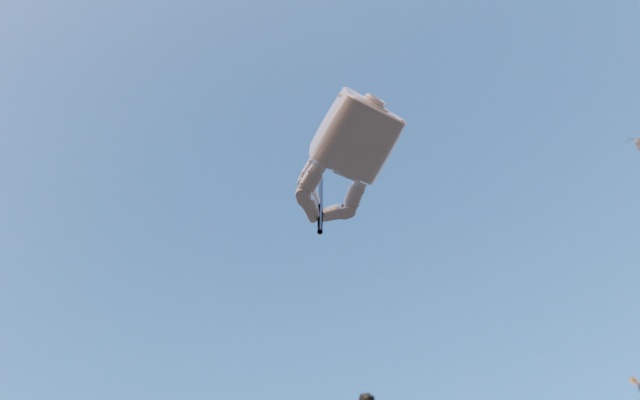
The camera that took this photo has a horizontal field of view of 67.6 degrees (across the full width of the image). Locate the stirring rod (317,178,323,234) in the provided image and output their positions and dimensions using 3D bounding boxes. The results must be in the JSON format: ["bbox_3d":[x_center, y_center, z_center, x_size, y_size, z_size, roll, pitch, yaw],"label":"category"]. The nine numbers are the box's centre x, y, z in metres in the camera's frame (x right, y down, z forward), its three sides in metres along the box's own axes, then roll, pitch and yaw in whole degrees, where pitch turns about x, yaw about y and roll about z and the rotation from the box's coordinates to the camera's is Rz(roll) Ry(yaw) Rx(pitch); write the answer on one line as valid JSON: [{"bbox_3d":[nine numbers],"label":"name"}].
[{"bbox_3d":[0.000,0.003,0.782,0.011,0.011,0.239,0,20,0],"label":"stirring rod"}]
